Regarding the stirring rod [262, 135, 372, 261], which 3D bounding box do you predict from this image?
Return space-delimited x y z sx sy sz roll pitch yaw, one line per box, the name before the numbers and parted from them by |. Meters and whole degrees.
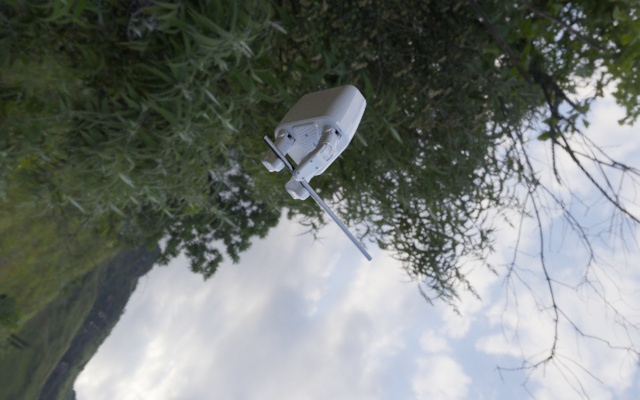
stirring rod | 0.000 0.002 0.663 0.011 0.239 0.011 -35 22 16
